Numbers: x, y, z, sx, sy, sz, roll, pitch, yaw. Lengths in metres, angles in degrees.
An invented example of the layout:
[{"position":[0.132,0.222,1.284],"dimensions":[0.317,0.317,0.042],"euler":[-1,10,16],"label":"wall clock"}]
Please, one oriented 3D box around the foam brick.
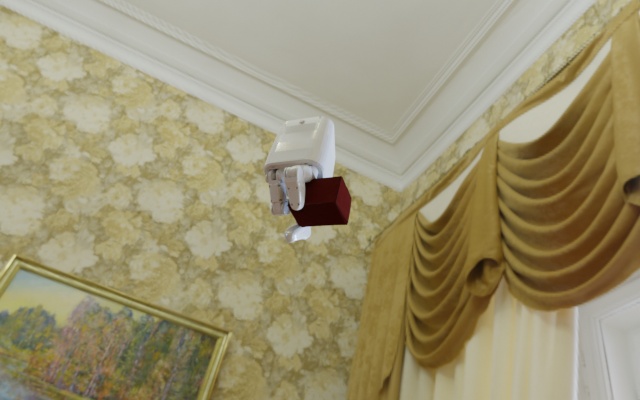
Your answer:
[{"position":[0.000,0.002,0.696],"dimensions":[0.078,0.051,0.053],"euler":[-4,-43,23],"label":"foam brick"}]
